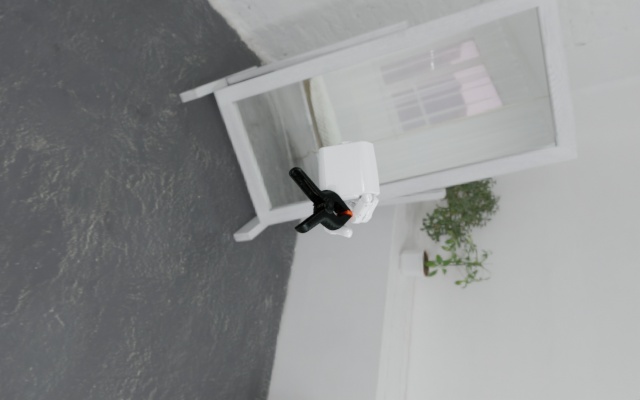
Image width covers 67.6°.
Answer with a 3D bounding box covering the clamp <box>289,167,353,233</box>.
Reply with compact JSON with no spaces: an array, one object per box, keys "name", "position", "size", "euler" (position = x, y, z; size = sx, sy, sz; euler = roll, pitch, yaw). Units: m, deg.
[{"name":"clamp","position":[0.001,0.003,0.882],"size":[0.039,0.120,0.171],"euler":[-13,-11,31]}]
